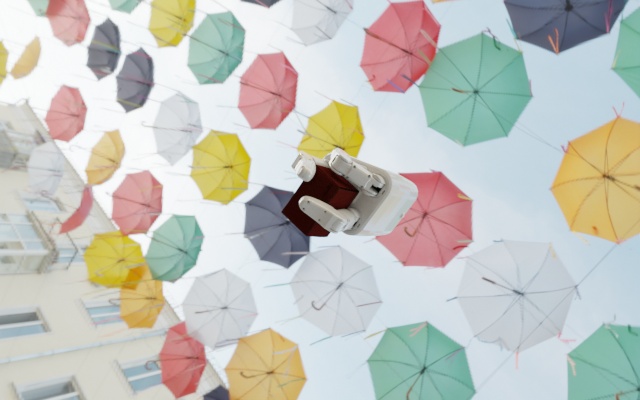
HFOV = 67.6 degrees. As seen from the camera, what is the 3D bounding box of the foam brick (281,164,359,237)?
[{"bbox_3d":[0.000,0.002,0.611,0.053,0.078,0.051,44,18,28],"label":"foam brick"}]
